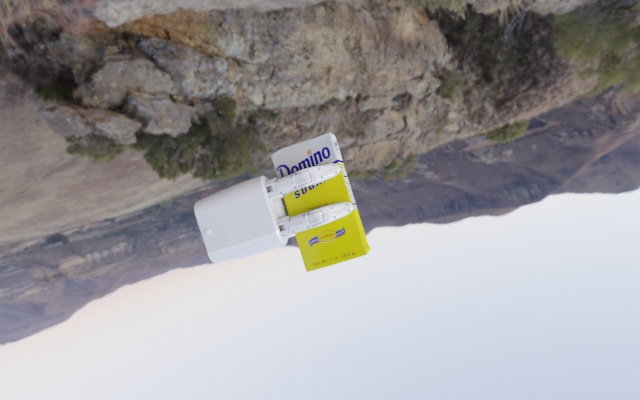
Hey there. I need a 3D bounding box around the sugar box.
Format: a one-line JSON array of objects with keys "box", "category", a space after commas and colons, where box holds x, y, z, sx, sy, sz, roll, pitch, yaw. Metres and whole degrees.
[{"box": [0.000, 0.002, 0.672, 0.093, 0.176, 0.048, -18, 0, 12], "category": "sugar box"}]
